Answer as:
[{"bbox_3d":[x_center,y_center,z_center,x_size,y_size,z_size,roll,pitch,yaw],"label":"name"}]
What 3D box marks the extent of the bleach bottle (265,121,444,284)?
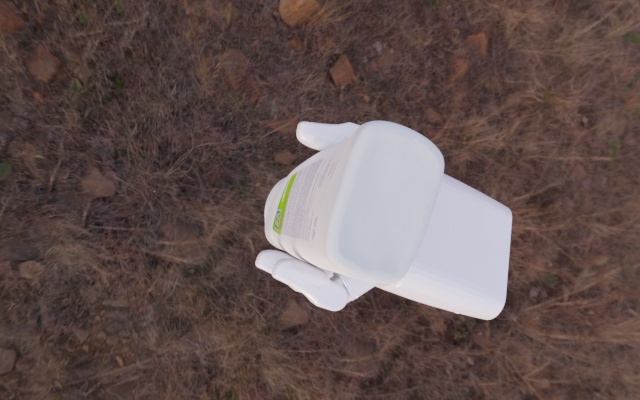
[{"bbox_3d":[0.000,0.001,0.407,0.068,0.102,0.251,21,-6,-18],"label":"bleach bottle"}]
